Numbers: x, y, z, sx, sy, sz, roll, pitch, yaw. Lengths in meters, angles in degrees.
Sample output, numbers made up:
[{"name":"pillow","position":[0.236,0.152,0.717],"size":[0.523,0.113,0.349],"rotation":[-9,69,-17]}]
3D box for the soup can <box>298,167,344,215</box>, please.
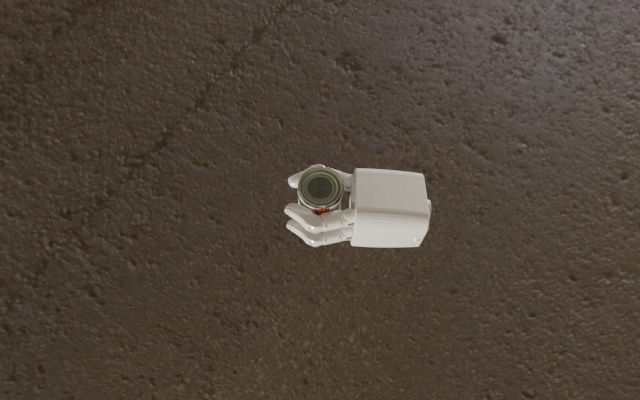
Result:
[{"name":"soup can","position":[0.000,0.002,0.723],"size":[0.068,0.068,0.102],"rotation":[0,-26,0]}]
